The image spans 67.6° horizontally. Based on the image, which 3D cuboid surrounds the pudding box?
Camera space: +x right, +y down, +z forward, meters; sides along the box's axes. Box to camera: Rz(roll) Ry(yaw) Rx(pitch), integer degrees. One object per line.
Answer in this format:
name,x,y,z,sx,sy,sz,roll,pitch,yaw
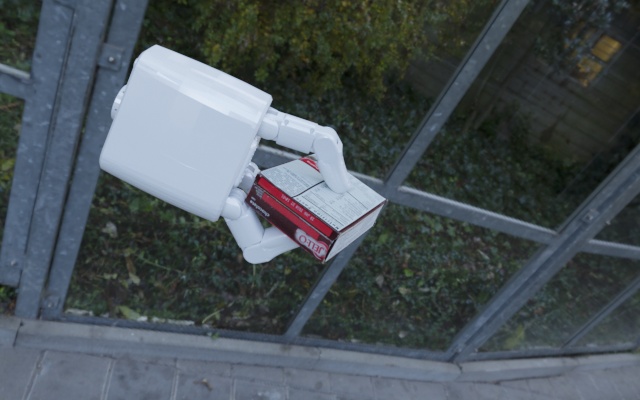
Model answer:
pudding box,0.000,0.001,0.437,0.090,0.039,0.113,38,31,15
